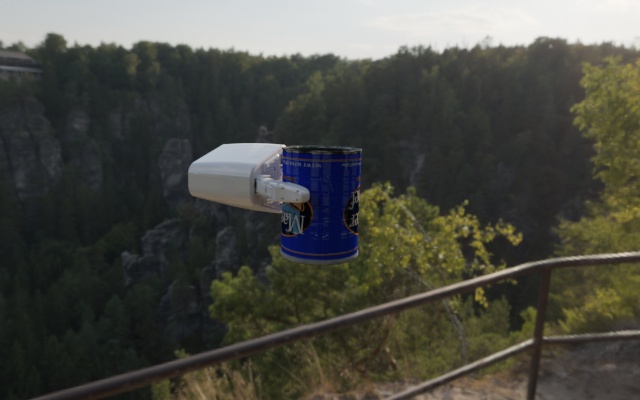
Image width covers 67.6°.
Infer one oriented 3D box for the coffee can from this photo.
[{"bbox_3d":[0.000,0.002,0.620,0.103,0.140,0.103,1,10,0],"label":"coffee can"}]
